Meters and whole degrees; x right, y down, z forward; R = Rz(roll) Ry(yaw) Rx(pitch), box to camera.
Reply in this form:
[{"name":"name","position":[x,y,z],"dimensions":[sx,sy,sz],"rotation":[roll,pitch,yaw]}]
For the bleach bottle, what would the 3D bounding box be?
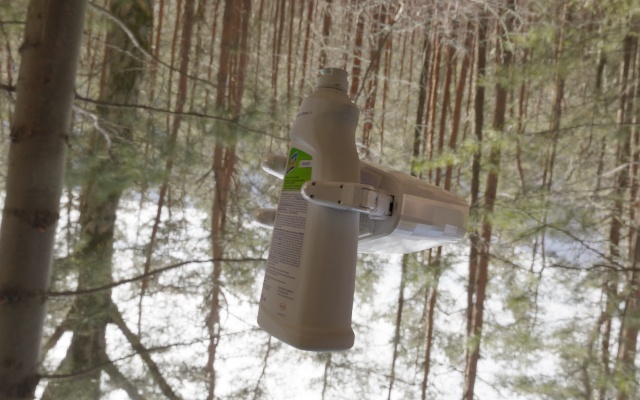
[{"name":"bleach bottle","position":[0.000,0.001,0.444],"dimensions":[0.068,0.251,0.102],"rotation":[10,-3,-34]}]
